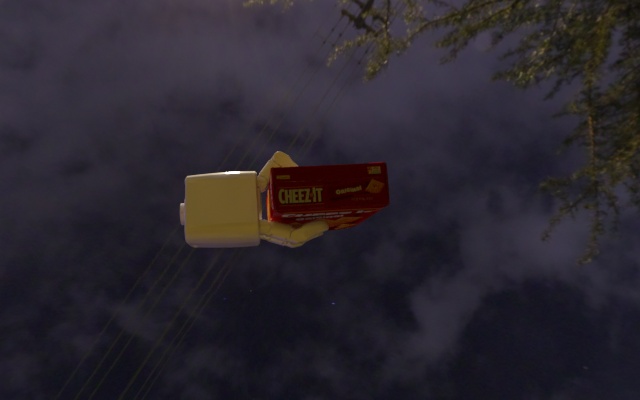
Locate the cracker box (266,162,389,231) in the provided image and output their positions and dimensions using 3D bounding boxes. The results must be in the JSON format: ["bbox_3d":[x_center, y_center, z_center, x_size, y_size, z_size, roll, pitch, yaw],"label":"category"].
[{"bbox_3d":[0.000,0.002,0.752,0.164,0.072,0.214,-4,-10,-9],"label":"cracker box"}]
